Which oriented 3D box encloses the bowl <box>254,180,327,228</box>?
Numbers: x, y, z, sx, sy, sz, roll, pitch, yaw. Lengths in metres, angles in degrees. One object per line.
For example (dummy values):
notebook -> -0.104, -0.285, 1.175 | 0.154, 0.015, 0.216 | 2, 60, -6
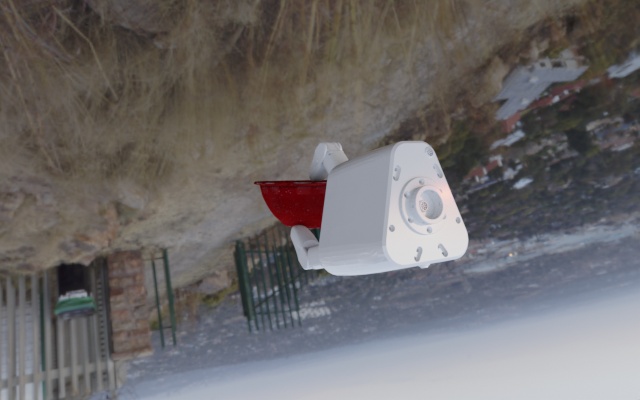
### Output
bowl -> 0.000, 0.002, 0.587 | 0.162, 0.055, 0.162 | -1, 4, 0
